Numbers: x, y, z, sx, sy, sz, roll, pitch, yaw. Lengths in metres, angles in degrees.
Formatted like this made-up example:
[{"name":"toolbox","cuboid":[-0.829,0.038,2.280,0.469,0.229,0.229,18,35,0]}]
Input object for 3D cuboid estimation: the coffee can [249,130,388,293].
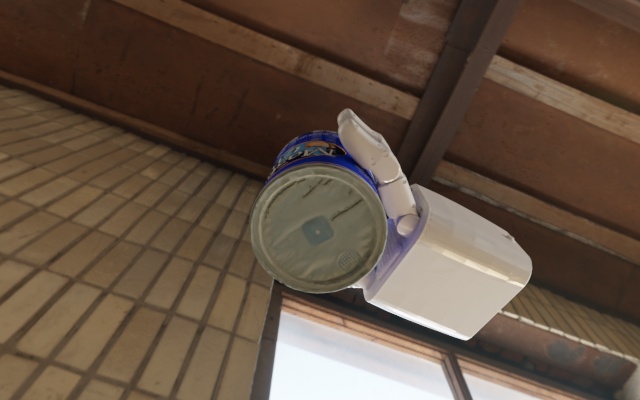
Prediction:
[{"name":"coffee can","cuboid":[0.000,0.001,0.417,0.103,0.103,0.140,0,19,2]}]
